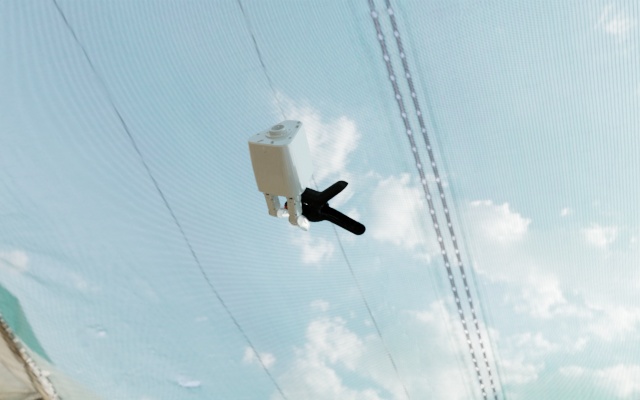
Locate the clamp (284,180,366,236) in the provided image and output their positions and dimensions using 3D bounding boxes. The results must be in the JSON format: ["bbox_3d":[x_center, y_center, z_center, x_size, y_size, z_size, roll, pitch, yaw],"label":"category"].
[{"bbox_3d":[0.000,0.003,0.893,0.171,0.120,0.039,11,39,30],"label":"clamp"}]
